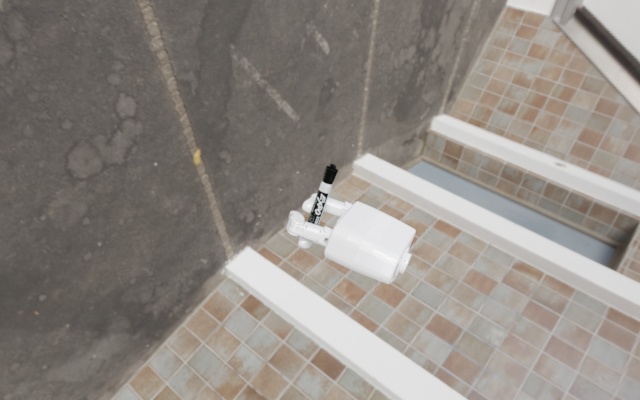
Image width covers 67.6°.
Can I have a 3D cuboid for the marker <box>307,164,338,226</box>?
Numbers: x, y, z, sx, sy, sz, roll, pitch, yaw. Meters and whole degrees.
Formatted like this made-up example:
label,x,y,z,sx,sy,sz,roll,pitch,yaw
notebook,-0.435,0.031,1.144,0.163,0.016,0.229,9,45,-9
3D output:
label,x,y,z,sx,sy,sz,roll,pitch,yaw
marker,0.000,0.002,0.713,0.020,0.121,0.020,17,19,-6
